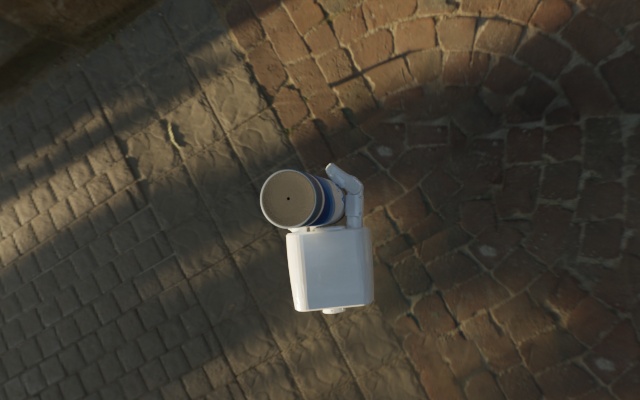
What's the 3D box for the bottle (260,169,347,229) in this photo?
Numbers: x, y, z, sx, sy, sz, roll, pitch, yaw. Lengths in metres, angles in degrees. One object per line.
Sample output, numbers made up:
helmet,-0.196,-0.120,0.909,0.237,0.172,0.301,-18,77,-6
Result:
bottle,0.000,0.002,0.668,0.069,0.069,0.296,0,-2,14
